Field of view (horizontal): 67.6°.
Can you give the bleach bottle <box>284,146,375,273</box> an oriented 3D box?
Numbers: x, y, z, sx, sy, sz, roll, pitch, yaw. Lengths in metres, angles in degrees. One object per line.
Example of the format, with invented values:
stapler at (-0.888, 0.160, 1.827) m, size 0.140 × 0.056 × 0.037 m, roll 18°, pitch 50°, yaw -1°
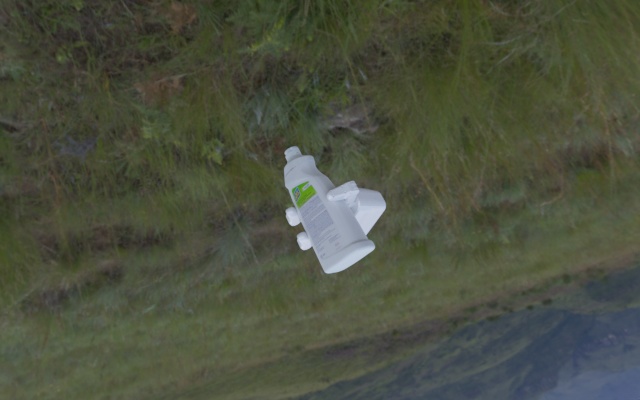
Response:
bleach bottle at (0.000, 0.003, 0.889) m, size 0.102 × 0.250 × 0.068 m, roll -39°, pitch -24°, yaw 31°
